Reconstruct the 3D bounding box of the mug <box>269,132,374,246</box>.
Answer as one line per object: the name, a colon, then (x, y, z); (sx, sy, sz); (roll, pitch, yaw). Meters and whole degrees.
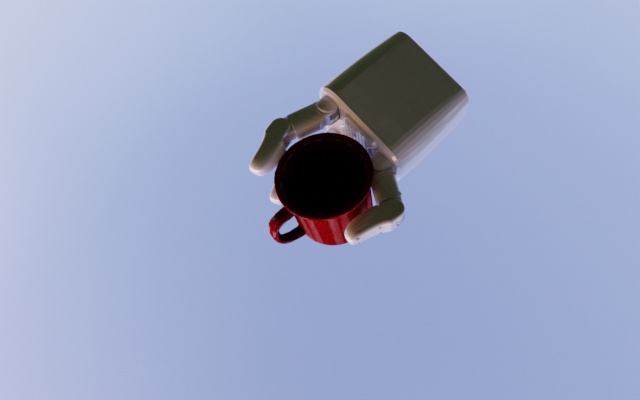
mug: (-0.001, 0.003, 0.470); (0.093, 0.117, 0.081); (44, -12, 26)
